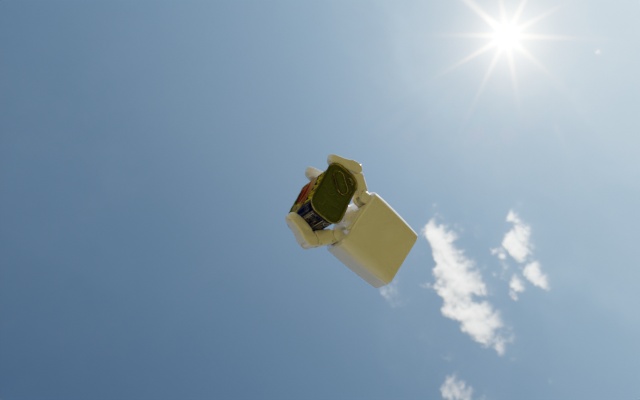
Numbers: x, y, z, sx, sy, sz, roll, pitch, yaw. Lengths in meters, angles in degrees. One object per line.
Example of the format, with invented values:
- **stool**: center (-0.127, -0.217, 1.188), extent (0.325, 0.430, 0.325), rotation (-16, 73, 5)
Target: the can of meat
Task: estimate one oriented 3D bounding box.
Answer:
- **can of meat**: center (0.000, 0.003, 0.738), extent (0.057, 0.102, 0.084), rotation (39, -39, -14)
